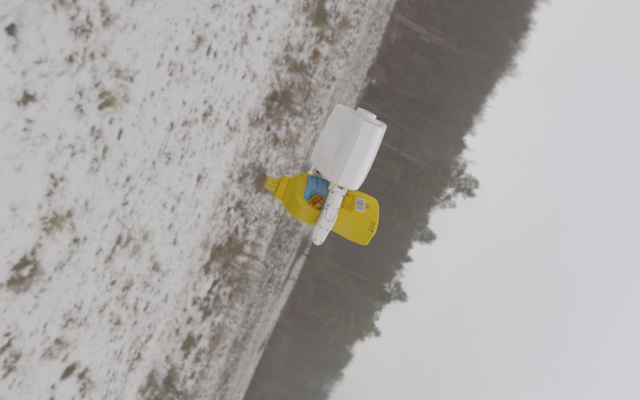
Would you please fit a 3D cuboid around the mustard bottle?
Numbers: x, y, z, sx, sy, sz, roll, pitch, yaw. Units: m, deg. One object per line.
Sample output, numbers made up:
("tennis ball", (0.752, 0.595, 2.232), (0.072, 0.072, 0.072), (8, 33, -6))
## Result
("mustard bottle", (0.000, 0.003, 0.790), (0.191, 0.096, 0.058), (21, -48, -10))
